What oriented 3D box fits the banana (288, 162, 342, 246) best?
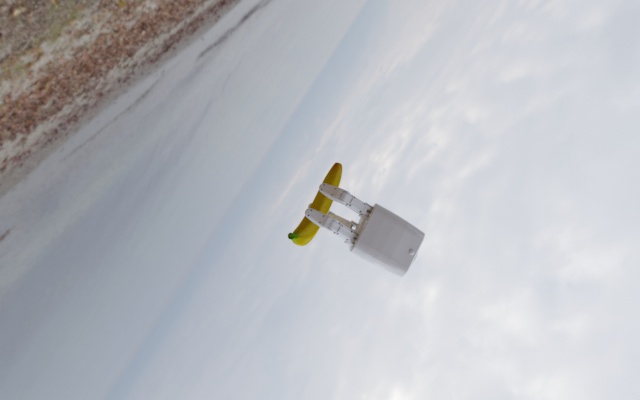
[{"bbox_3d":[-0.004,0.016,0.872,0.037,0.197,0.070,26,-35,6],"label":"banana"}]
